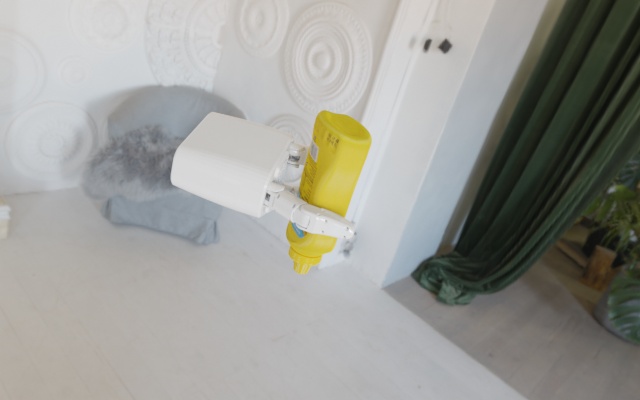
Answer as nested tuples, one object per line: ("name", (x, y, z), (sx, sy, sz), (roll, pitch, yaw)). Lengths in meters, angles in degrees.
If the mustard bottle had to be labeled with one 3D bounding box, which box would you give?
("mustard bottle", (0.000, 0.002, 0.543), (0.058, 0.192, 0.096), (8, 25, -20))
